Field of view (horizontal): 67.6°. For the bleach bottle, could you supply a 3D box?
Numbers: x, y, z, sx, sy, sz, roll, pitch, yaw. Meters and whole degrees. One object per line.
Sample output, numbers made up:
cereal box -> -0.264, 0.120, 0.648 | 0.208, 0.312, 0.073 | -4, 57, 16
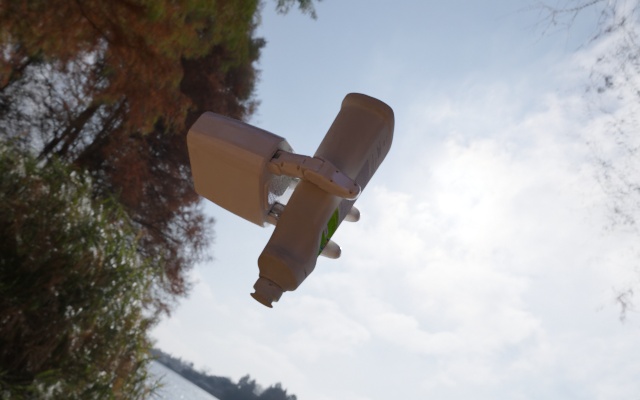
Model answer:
bleach bottle -> 0.000, 0.002, 0.530 | 0.068, 0.250, 0.103 | 24, -26, 18
